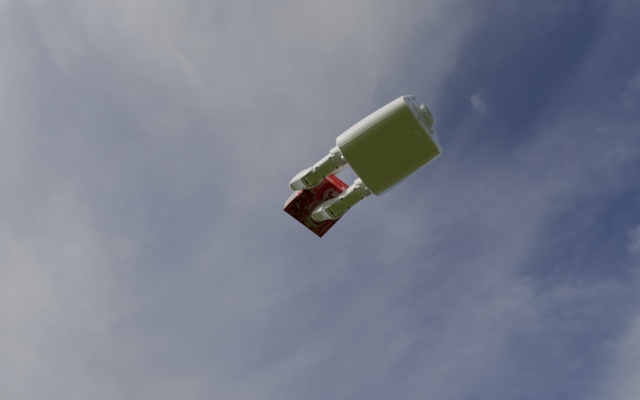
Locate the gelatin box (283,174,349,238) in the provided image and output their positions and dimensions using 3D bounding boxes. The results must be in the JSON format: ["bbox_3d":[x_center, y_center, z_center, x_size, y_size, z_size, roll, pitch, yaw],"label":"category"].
[{"bbox_3d":[0.000,0.002,0.702,0.073,0.089,0.030,37,31,-12],"label":"gelatin box"}]
